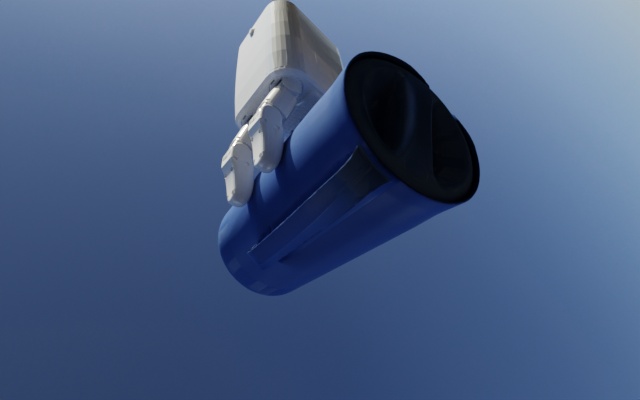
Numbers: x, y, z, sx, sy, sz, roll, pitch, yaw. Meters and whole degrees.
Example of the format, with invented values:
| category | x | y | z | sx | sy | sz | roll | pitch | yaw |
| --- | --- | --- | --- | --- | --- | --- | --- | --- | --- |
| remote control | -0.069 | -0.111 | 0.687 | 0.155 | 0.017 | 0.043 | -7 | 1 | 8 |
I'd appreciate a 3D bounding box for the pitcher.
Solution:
| category | x | y | z | sx | sy | sz | roll | pitch | yaw |
| --- | --- | --- | --- | --- | --- | --- | --- | --- | --- |
| pitcher | 0.000 | 0.001 | 0.417 | 0.149 | 0.145 | 0.243 | 13 | -36 | -33 |
